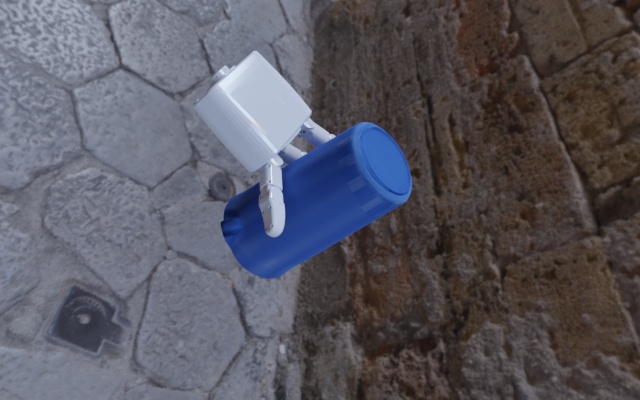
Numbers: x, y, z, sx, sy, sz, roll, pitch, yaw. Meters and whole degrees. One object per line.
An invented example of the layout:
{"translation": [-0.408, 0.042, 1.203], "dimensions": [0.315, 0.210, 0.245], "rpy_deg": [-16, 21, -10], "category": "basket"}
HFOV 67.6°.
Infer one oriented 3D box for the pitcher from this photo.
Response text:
{"translation": [0.000, 0.002, 0.630], "dimensions": [0.243, 0.145, 0.149], "rpy_deg": [-30, 21, 36], "category": "pitcher"}
